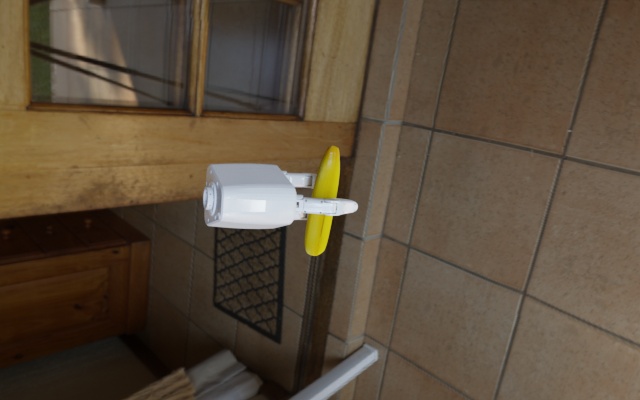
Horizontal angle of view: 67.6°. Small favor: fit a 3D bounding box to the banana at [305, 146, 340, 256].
[{"bbox_3d":[0.000,0.015,0.733,0.037,0.198,0.069,7,31,-6],"label":"banana"}]
